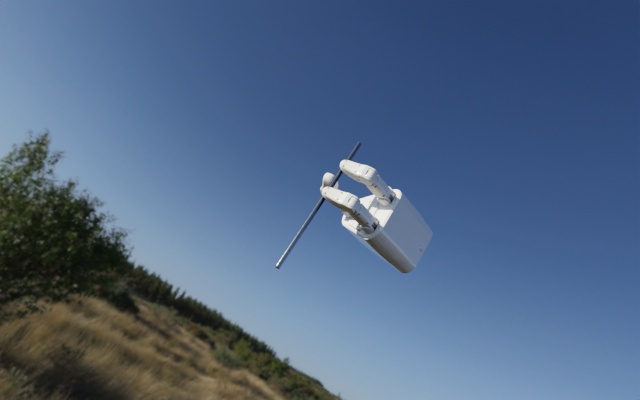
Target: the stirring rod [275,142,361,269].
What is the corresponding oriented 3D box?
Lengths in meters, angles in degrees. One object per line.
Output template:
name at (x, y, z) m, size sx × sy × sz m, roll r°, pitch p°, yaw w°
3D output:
stirring rod at (0.000, 0.002, 0.726) m, size 0.011 × 0.239 × 0.011 m, roll 29°, pitch -21°, yaw 12°
